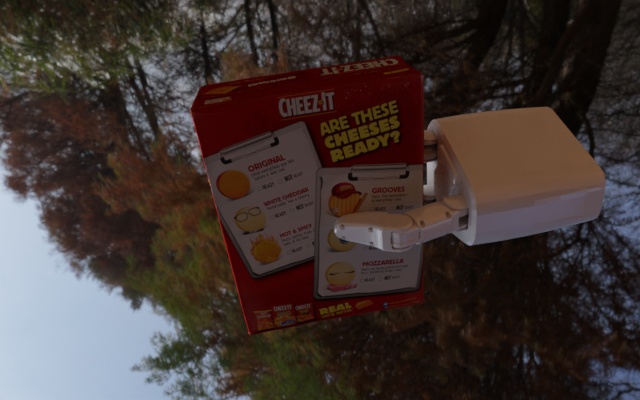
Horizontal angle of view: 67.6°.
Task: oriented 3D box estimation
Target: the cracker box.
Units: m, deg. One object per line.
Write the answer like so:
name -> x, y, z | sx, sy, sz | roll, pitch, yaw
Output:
cracker box -> 0.000, 0.002, 0.403 | 0.164, 0.214, 0.072 | -10, 30, -3
